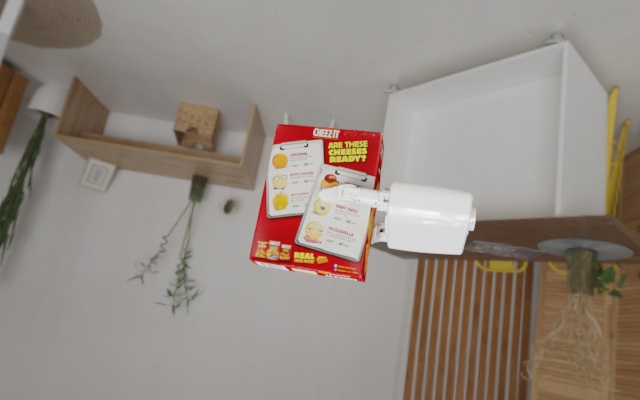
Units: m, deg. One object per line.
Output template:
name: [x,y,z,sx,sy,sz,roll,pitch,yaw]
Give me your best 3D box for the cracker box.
cracker box: [0.000,0.002,0.710,0.164,0.213,0.072,7,-15,12]
